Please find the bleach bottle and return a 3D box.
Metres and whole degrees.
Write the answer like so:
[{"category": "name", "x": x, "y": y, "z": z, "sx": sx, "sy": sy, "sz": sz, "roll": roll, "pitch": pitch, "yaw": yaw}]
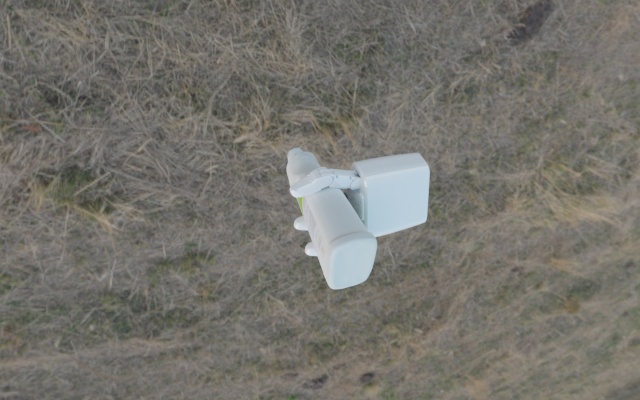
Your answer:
[{"category": "bleach bottle", "x": 0.000, "y": 0.002, "z": 0.702, "sx": 0.068, "sy": 0.103, "sz": 0.250, "roll": -12, "pitch": 47, "yaw": -16}]
